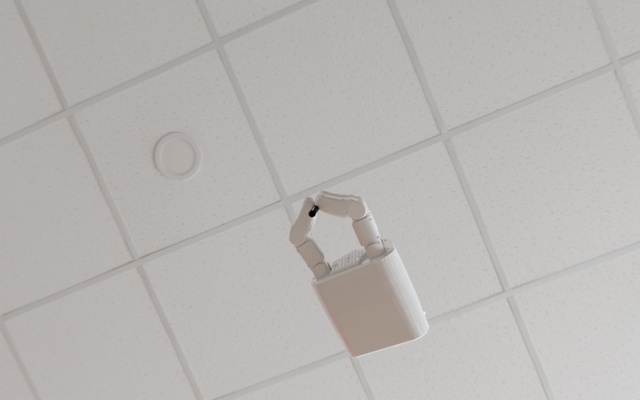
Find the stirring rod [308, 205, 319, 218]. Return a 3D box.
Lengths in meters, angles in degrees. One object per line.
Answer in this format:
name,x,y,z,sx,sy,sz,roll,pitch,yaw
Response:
stirring rod,0.000,0.002,0.616,0.011,0.011,0.239,0,6,4
